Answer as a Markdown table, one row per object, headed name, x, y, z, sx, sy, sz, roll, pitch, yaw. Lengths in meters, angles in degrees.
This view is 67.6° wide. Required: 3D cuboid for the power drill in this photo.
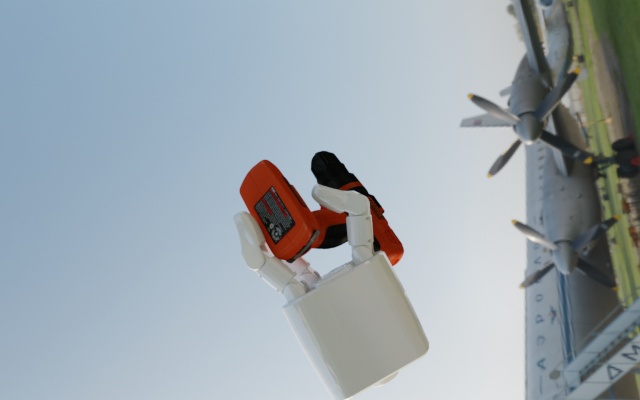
| name | x | y | z | sx | sy | sz | roll | pitch | yaw |
| --- | --- | --- | --- | --- | --- | --- | --- | --- | --- |
| power drill | 0.000 | 0.002 | 0.554 | 0.187 | 0.184 | 0.057 | 4 | -46 | -50 |
